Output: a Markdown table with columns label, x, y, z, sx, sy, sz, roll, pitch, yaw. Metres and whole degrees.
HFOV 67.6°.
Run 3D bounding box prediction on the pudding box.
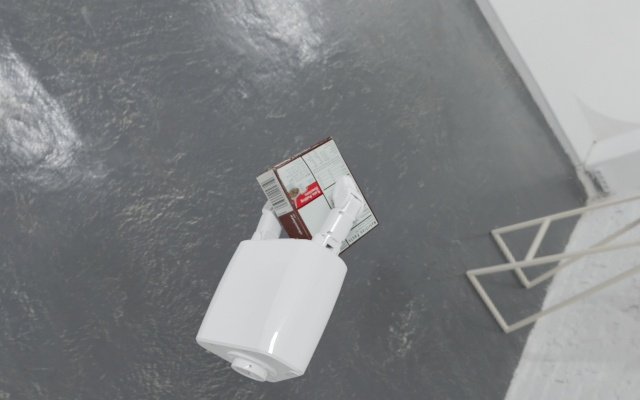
| label | x | y | z | sx | sy | sz | roll | pitch | yaw |
| --- | --- | --- | --- | --- | --- | --- | --- | --- | --- |
| pudding box | 0.000 | 0.002 | 0.501 | 0.090 | 0.113 | 0.039 | -33 | 8 | -37 |
